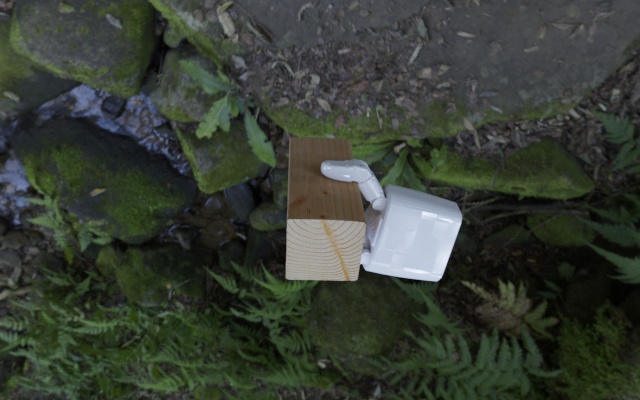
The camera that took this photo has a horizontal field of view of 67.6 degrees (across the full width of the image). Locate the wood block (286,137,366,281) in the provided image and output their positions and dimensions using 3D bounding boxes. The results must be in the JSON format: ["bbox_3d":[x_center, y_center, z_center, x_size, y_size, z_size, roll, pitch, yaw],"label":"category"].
[{"bbox_3d":[0.001,0.002,0.633,0.090,0.091,0.206,2,33,-4],"label":"wood block"}]
